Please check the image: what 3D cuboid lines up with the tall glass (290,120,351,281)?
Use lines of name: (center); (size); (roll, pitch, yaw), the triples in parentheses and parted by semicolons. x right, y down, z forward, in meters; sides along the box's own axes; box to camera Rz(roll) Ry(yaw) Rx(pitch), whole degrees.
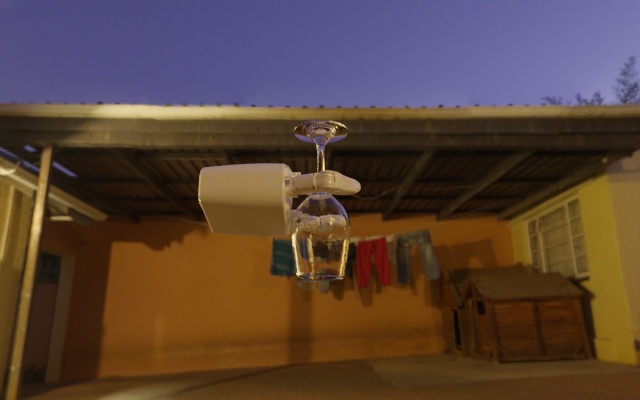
tall glass: (0.000, 0.001, 0.626); (0.079, 0.201, 0.079); (0, -15, 0)
